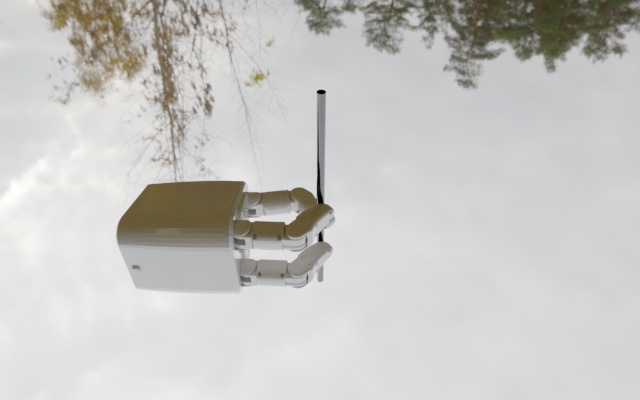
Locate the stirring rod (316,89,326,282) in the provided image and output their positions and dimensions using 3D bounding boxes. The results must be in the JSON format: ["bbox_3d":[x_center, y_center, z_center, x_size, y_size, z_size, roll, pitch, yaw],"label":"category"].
[{"bbox_3d":[0.000,0.001,0.465,0.011,0.240,0.011,0,42,0],"label":"stirring rod"}]
